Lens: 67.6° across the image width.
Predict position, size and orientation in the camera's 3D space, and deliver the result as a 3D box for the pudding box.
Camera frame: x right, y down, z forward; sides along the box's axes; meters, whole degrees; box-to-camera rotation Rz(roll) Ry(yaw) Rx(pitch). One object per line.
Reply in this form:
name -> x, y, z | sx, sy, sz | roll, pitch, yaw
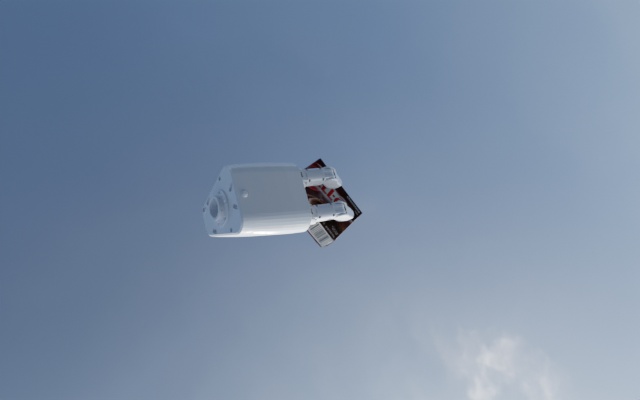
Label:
pudding box -> 0.000, 0.002, 0.728 | 0.039, 0.113, 0.090 | -33, 5, 44
